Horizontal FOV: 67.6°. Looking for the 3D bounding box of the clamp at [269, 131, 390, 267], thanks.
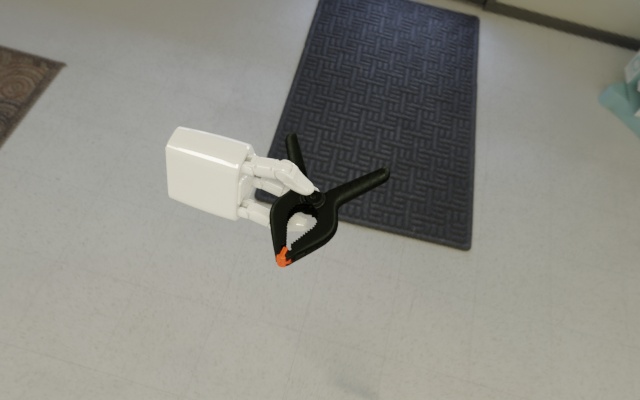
[{"bbox_3d":[0.000,0.002,0.661,0.164,0.210,0.036,15,-32,7],"label":"clamp"}]
